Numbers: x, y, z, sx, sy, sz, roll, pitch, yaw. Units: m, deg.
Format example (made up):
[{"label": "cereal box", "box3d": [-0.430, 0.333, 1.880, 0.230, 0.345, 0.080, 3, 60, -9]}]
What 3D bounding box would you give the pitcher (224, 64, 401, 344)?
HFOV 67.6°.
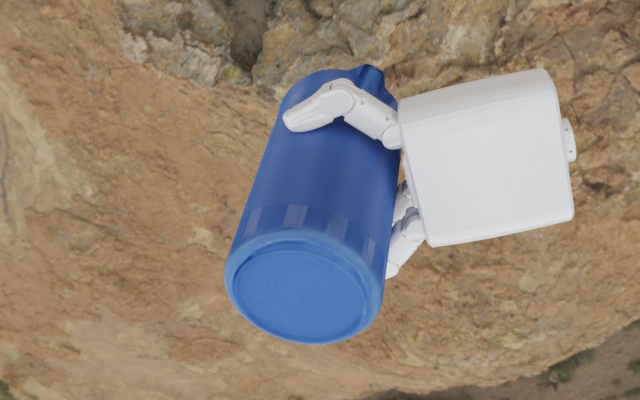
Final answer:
[{"label": "pitcher", "box3d": [0.000, 0.001, 0.412, 0.145, 0.149, 0.242, -12, 33, 18]}]
